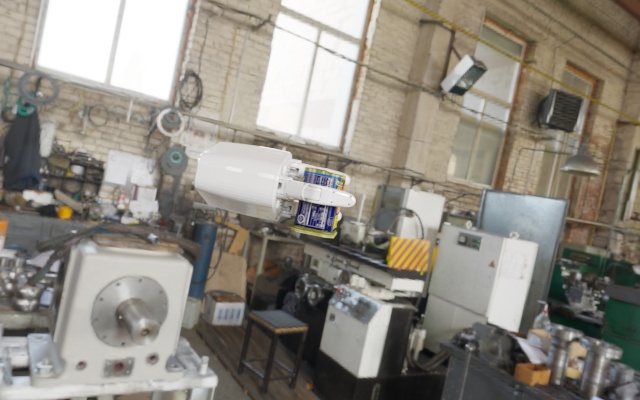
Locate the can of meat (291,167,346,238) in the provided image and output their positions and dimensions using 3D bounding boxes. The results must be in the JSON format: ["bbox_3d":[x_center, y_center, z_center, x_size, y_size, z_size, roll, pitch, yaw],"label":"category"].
[{"bbox_3d":[0.000,0.002,0.646,0.057,0.084,0.102,11,1,5],"label":"can of meat"}]
